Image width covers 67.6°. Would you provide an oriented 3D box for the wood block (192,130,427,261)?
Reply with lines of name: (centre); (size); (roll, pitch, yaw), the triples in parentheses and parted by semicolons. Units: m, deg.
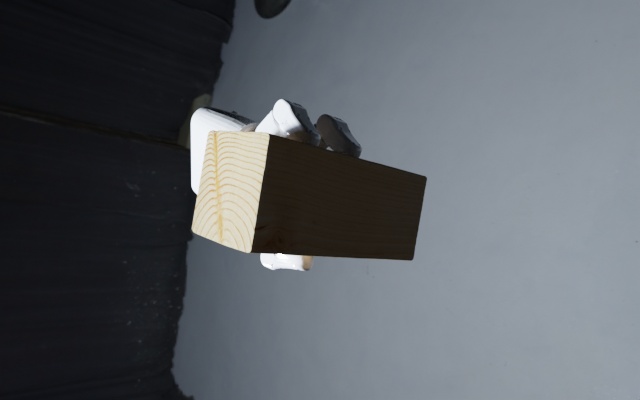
wood block: (0.000, 0.002, 0.446); (0.206, 0.091, 0.090); (9, 1, -44)
